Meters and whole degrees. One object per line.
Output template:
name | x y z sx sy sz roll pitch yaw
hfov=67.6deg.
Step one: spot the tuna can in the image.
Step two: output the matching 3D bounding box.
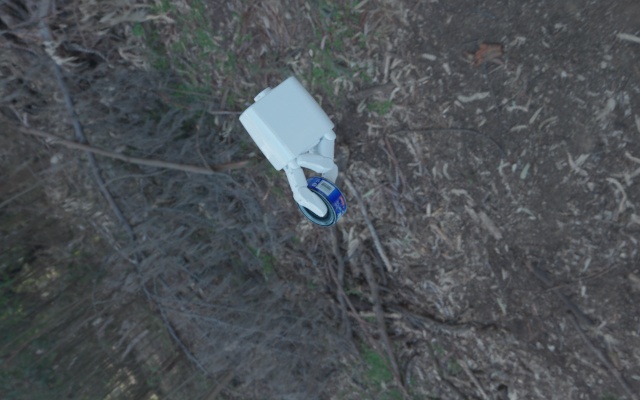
tuna can | 0.000 0.003 0.804 0.086 0.086 0.033 0 37 45
